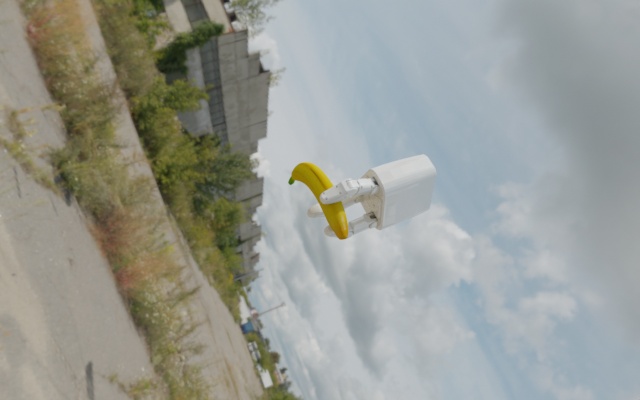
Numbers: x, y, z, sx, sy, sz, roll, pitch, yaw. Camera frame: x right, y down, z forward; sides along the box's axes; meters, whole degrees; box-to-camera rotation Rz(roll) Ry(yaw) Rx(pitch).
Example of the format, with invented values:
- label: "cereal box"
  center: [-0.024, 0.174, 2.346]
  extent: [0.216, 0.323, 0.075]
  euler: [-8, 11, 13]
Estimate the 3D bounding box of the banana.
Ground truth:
- label: "banana"
  center: [-0.002, -0.014, 0.801]
  extent: [0.037, 0.070, 0.197]
  euler: [-17, 38, -21]
